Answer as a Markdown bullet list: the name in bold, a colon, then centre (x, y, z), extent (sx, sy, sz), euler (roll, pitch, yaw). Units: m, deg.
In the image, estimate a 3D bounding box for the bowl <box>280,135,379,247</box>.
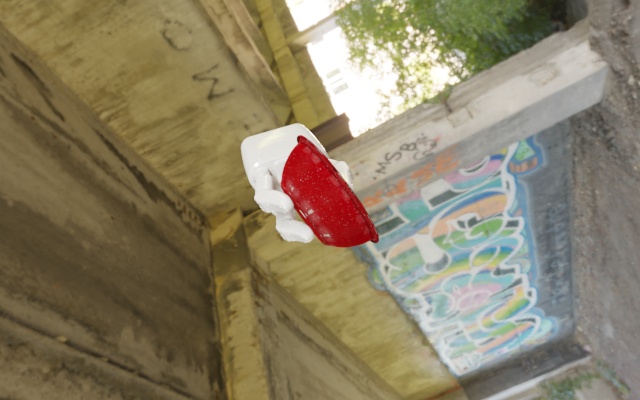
- **bowl**: centre (0.000, 0.002, 0.577), extent (0.055, 0.162, 0.162), euler (-37, 5, -7)
